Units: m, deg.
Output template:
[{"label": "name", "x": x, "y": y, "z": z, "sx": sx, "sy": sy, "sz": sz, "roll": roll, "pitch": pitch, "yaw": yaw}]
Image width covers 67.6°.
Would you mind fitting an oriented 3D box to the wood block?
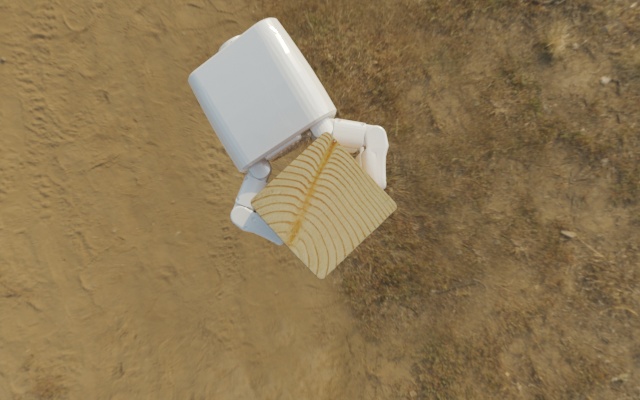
[{"label": "wood block", "x": 0.000, "y": 0.002, "z": 0.493, "sx": 0.091, "sy": 0.090, "sz": 0.206, "roll": -43, "pitch": 2, "yaw": 0}]
